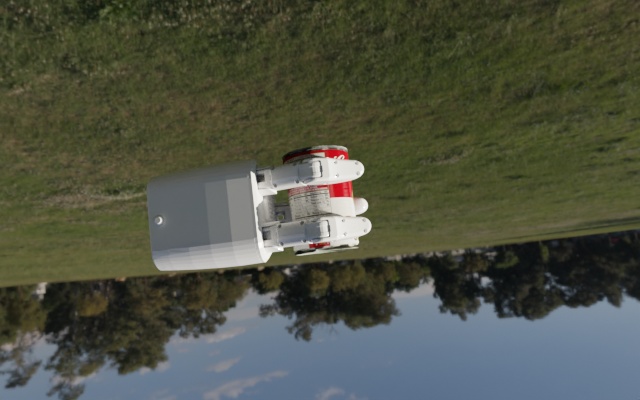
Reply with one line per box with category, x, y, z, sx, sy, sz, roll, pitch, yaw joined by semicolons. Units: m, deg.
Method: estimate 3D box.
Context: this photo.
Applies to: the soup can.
soup can;0.001;0.002;0.487;0.068;0.102;0.068;-7;-7;-1
